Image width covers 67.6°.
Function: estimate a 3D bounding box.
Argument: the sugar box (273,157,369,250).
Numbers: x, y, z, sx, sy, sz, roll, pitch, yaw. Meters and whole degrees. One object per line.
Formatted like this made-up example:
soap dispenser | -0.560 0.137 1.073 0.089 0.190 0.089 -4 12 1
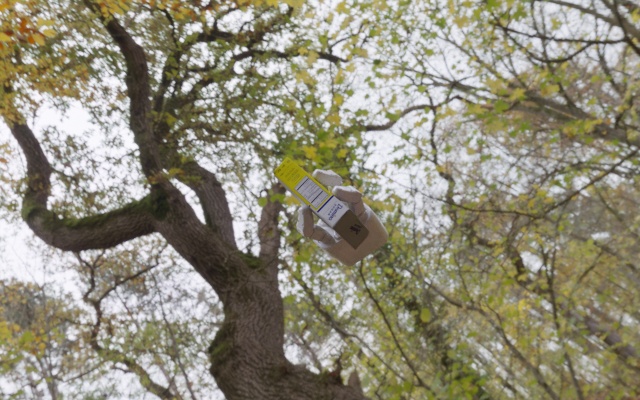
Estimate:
sugar box | 0.000 0.002 0.803 0.176 0.048 0.093 38 -5 38
